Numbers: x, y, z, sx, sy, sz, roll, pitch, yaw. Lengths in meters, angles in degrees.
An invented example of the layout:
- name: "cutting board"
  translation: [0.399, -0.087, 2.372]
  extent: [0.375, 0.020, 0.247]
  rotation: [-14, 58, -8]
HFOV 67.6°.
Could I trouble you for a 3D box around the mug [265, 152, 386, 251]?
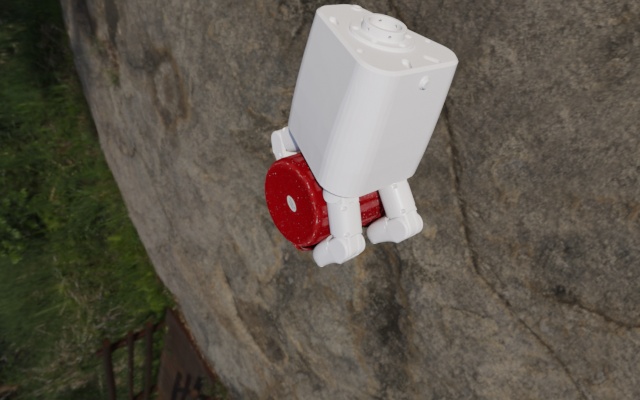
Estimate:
- name: "mug"
  translation: [0.000, 0.003, 0.449]
  extent: [0.081, 0.117, 0.093]
  rotation: [-20, 51, -36]
